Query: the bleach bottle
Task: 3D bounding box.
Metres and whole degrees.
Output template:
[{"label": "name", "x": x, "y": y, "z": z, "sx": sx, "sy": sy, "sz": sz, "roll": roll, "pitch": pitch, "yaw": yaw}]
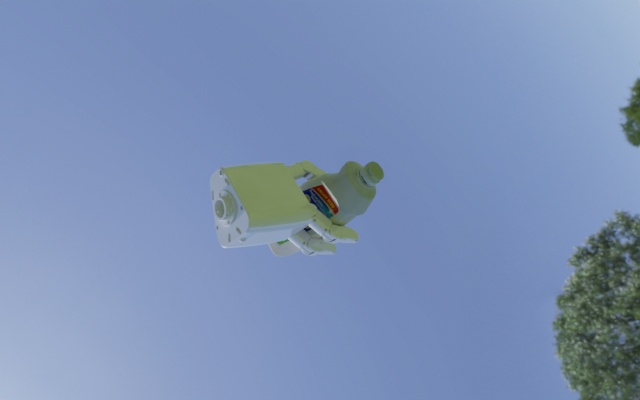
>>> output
[{"label": "bleach bottle", "x": 0.000, "y": 0.003, "z": 0.745, "sx": 0.068, "sy": 0.102, "sz": 0.251, "roll": -7, "pitch": -19, "yaw": -43}]
